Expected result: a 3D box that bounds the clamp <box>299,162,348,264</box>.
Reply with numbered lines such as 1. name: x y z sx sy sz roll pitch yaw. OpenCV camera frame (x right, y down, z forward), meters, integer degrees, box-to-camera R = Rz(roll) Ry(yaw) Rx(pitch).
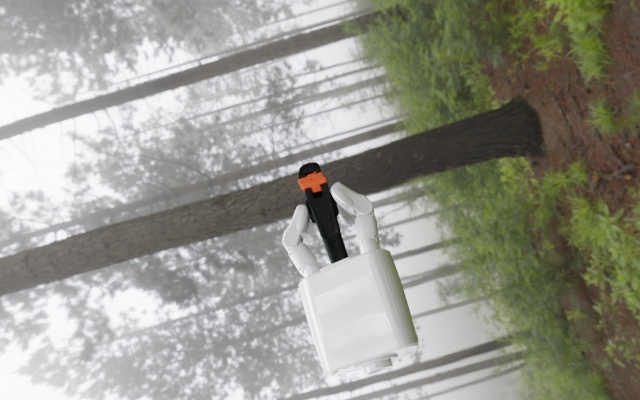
1. clamp: -0.001 0.002 0.597 0.036 0.164 0.210 -19 -25 0
